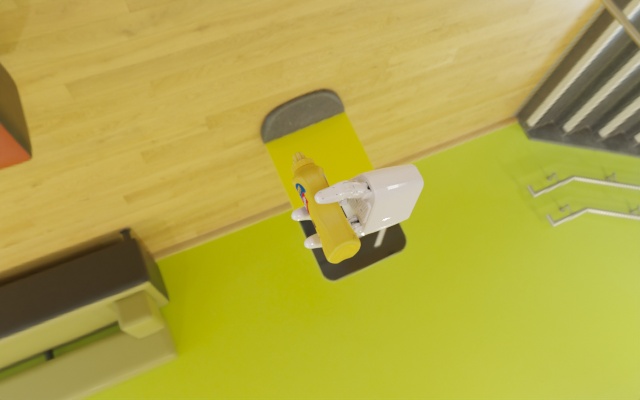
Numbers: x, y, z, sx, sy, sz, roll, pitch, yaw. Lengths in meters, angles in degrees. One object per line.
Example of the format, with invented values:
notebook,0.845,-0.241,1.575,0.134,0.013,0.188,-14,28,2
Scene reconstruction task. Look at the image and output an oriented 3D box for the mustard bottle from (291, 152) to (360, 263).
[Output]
mustard bottle,0.000,0.003,0.778,0.058,0.191,0.096,-24,-20,-4
